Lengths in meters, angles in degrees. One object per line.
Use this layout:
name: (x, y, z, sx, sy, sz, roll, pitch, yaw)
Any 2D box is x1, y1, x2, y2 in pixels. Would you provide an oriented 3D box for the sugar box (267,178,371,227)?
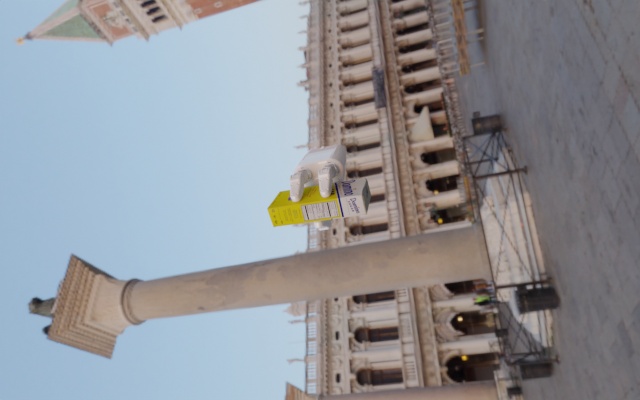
sugar box: (0.000, 0.002, 0.876, 0.176, 0.048, 0.093, -11, 20, 14)
